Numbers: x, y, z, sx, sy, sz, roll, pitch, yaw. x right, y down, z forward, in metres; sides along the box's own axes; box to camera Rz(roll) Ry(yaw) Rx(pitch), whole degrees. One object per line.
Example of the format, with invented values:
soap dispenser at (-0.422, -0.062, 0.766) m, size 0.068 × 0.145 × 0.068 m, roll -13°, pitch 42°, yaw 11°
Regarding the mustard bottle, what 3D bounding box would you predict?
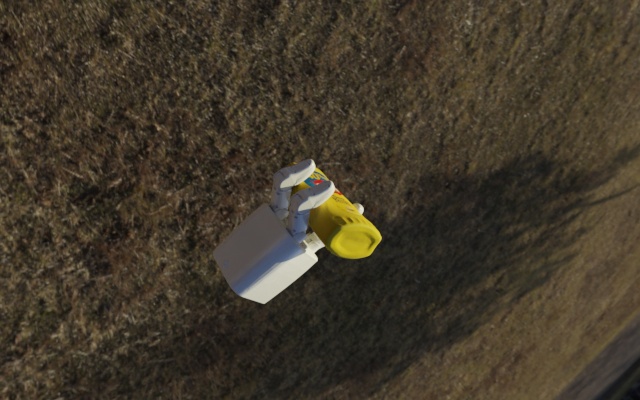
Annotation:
mustard bottle at (0.000, 0.002, 0.684) m, size 0.096 × 0.058 × 0.191 m, roll 15°, pitch 24°, yaw -43°
